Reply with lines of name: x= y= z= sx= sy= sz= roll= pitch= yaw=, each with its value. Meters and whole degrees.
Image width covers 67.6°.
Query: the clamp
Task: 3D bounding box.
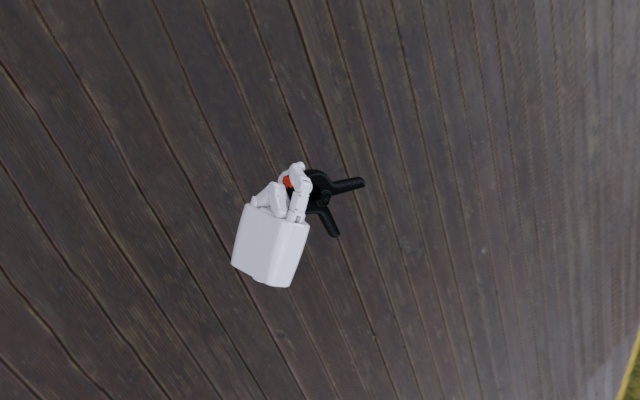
clamp: x=0.000 y=0.003 z=0.831 sx=0.171 sy=0.120 sz=0.039 roll=12 pitch=7 yaw=-39
